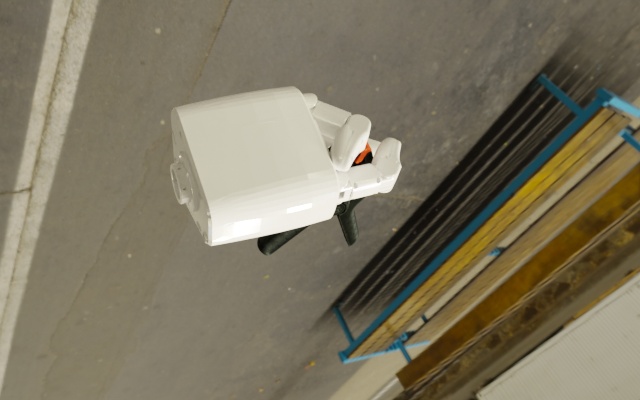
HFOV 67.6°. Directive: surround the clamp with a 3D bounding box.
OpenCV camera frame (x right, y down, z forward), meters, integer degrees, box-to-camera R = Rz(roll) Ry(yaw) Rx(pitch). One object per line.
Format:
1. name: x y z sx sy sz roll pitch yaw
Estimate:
1. clamp: 0.000 0.002 0.482 0.120 0.039 0.172 -14 -37 -24
